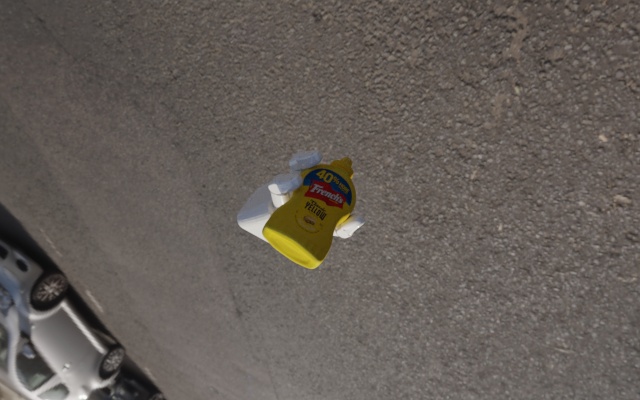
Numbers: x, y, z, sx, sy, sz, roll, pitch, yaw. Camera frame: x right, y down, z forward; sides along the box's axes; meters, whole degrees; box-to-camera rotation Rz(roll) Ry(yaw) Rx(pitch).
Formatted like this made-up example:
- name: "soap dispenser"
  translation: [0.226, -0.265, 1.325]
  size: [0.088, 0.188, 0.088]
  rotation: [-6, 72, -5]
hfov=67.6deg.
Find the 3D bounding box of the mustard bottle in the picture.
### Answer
- name: "mustard bottle"
  translation: [0.000, 0.002, 0.715]
  size: [0.096, 0.191, 0.058]
  rotation: [34, -35, -1]
